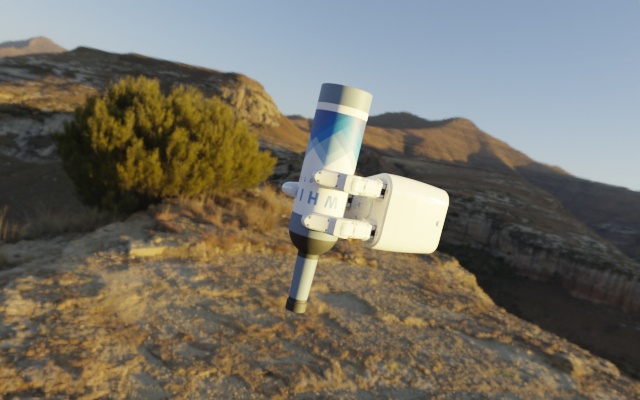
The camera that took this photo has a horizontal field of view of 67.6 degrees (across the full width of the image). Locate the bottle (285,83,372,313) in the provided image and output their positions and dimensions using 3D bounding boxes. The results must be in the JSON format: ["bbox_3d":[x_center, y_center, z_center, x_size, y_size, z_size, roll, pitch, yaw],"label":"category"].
[{"bbox_3d":[0.000,0.002,0.620,0.069,0.296,0.069,13,5,-1],"label":"bottle"}]
